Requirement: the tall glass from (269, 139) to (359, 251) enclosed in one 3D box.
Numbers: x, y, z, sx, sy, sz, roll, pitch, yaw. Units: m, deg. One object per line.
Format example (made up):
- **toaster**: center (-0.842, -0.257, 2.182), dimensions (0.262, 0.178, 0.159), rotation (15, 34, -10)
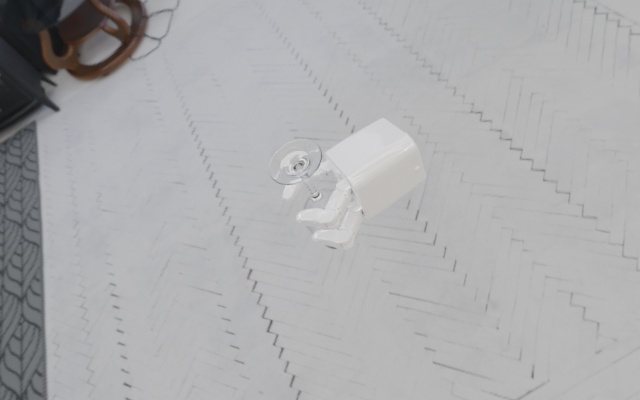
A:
- **tall glass**: center (0.000, 0.002, 0.697), dimensions (0.079, 0.079, 0.201), rotation (0, -33, 23)
